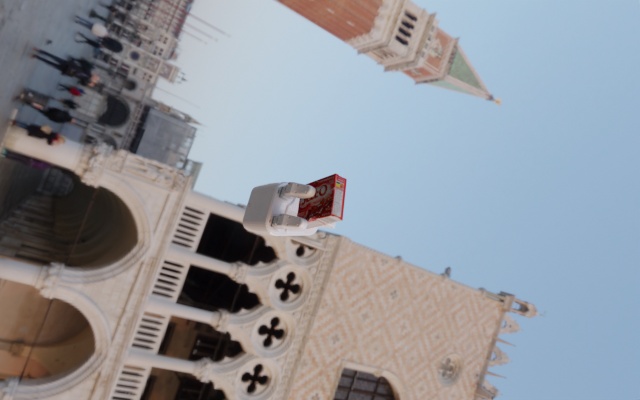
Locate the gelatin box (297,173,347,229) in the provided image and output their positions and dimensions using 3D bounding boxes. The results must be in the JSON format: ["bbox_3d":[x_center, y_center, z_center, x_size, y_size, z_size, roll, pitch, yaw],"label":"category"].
[{"bbox_3d":[0.001,0.003,0.782,0.030,0.073,0.089,25,-27,-37],"label":"gelatin box"}]
